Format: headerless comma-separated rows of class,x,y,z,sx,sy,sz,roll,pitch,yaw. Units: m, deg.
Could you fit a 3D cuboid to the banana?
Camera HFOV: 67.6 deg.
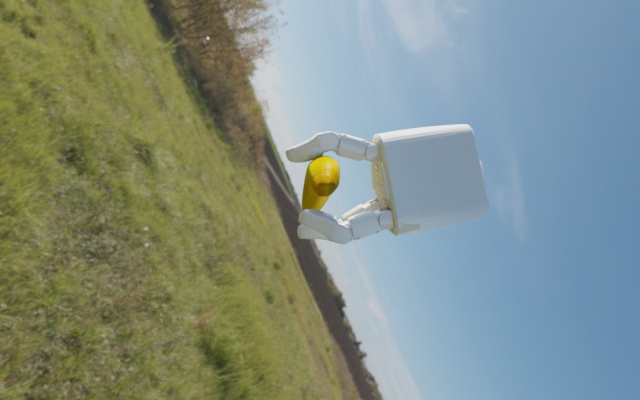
banana,0.000,-0.015,0.548,0.037,0.069,0.198,4,-15,-5
